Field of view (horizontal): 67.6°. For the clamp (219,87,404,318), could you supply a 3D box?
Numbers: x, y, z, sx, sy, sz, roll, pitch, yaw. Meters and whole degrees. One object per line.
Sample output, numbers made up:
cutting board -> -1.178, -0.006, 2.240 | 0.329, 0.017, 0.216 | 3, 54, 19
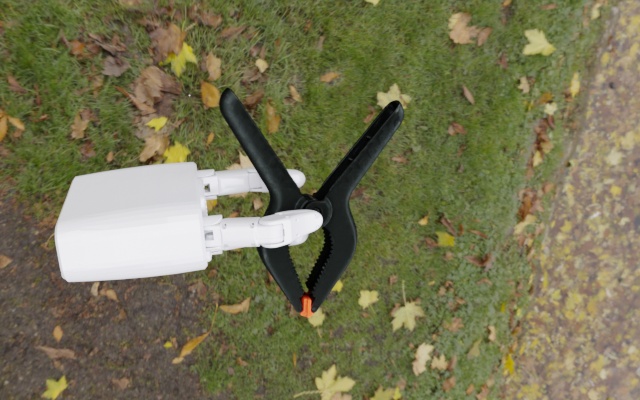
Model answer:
clamp -> 0.000, 0.002, 0.434 | 0.164, 0.210, 0.036 | -6, 14, -14
